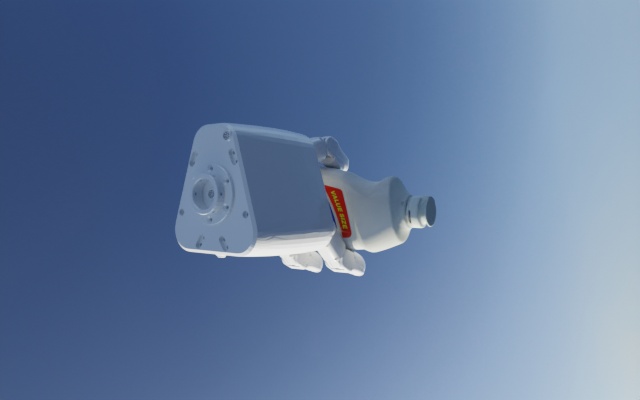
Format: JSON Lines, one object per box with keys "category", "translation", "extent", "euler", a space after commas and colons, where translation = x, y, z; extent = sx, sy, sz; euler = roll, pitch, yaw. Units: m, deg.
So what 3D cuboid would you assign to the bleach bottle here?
{"category": "bleach bottle", "translation": [0.000, 0.002, 0.520], "extent": [0.251, 0.102, 0.068], "euler": [0, 0, 33]}
